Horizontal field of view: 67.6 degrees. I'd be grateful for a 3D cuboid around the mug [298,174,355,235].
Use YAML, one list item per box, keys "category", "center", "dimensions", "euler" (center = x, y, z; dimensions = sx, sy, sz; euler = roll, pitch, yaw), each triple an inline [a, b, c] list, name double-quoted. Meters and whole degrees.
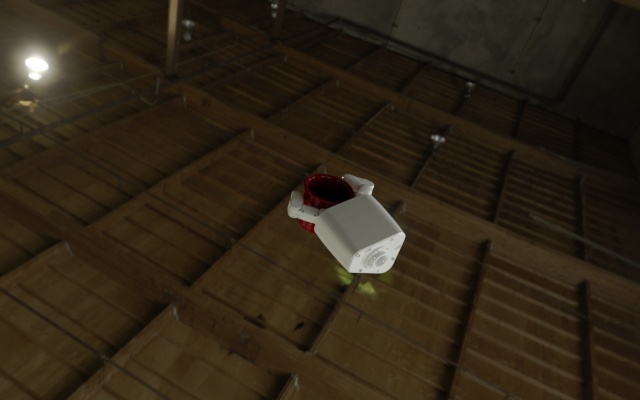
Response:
- category: "mug"
  center: [-0.001, 0.002, 0.876]
  dimensions: [0.093, 0.081, 0.117]
  euler: [-8, 41, -33]
